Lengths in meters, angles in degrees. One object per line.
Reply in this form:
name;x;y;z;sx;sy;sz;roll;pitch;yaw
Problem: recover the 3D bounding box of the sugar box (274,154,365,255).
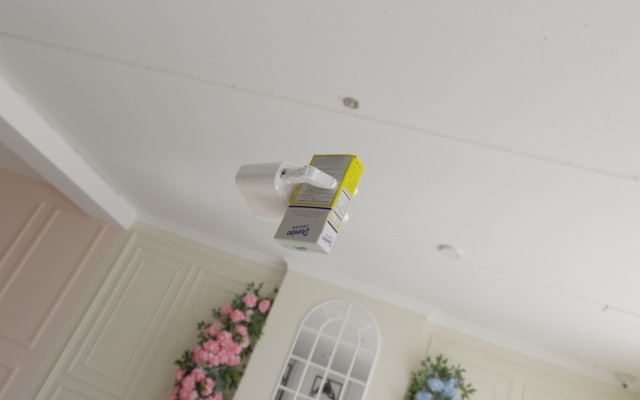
sugar box;0.000;0.003;0.799;0.093;0.176;0.048;4;-30;37
